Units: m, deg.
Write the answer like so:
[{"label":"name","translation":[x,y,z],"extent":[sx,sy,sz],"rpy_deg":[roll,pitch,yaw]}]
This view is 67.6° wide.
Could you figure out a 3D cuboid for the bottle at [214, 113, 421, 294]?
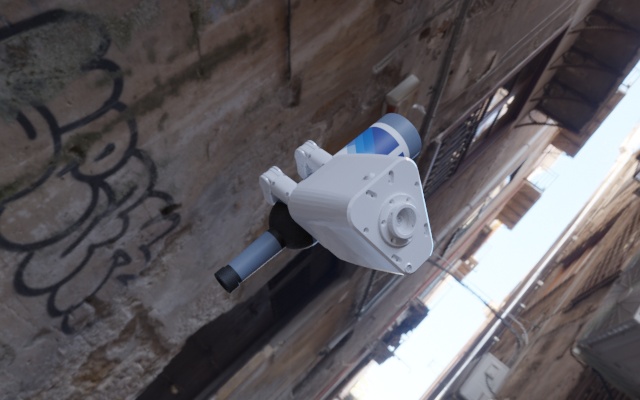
[{"label":"bottle","translation":[0.000,0.002,0.562],"extent":[0.295,0.069,0.069],"rpy_deg":[-40,18,-23]}]
